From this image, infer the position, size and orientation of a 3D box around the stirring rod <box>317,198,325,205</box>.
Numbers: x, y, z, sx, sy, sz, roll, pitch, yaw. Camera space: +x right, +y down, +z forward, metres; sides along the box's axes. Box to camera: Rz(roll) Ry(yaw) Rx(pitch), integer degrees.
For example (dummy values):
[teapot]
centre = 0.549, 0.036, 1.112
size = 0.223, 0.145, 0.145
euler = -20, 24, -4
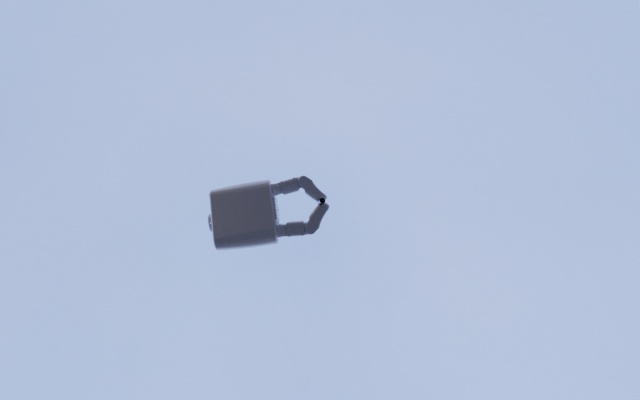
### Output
[stirring rod]
centre = 0.000, 0.003, 0.766
size = 0.011, 0.011, 0.239
euler = 0, -1, -1
